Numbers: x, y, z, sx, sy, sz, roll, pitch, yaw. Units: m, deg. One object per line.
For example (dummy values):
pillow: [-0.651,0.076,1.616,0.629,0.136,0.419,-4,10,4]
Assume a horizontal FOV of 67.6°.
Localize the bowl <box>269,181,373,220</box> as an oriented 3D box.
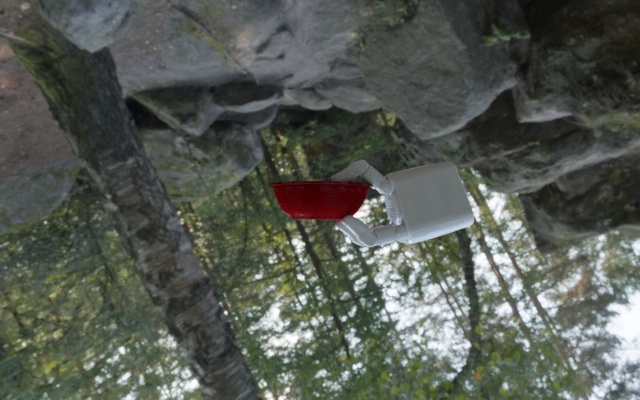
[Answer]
bowl: [-0.001,0.003,0.743,0.162,0.055,0.162,1,-2,0]
